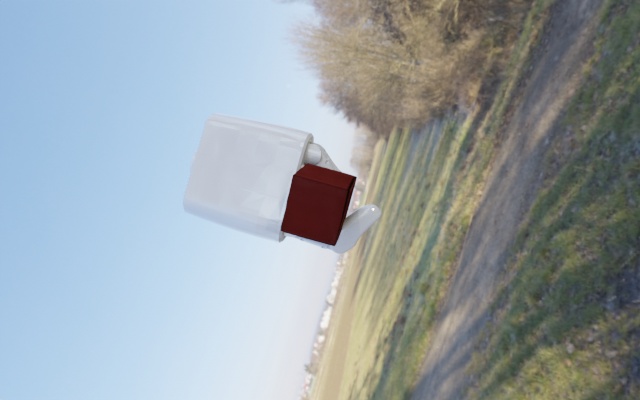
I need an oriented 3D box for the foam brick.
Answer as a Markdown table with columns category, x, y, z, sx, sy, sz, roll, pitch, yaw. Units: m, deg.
| category | x | y | z | sx | sy | sz | roll | pitch | yaw |
| --- | --- | --- | --- | --- | --- | --- | --- | --- | --- |
| foam brick | 0.000 | 0.001 | 0.439 | 0.051 | 0.053 | 0.078 | 16 | 13 | 5 |
